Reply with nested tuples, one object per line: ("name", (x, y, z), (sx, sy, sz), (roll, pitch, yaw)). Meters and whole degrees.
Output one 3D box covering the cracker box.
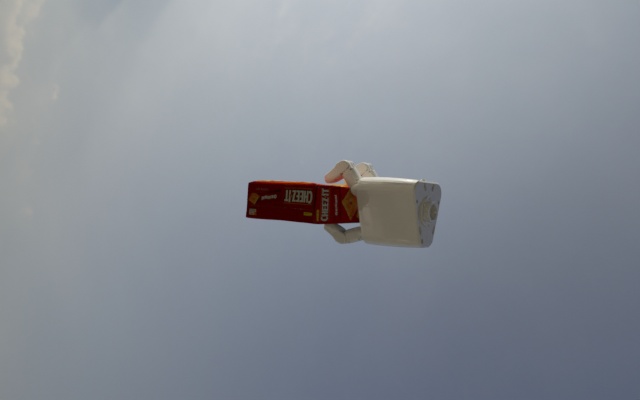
("cracker box", (0.000, 0.003, 0.860), (0.164, 0.072, 0.214), (3, 0, 40))
